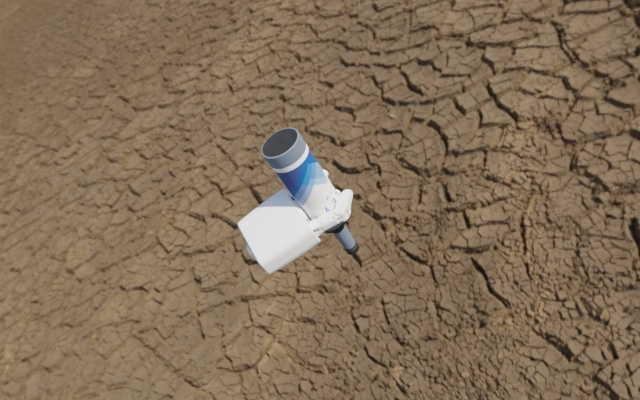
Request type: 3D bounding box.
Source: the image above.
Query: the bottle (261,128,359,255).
[{"bbox_3d":[0.000,0.003,0.832,0.069,0.069,0.296,0,-39,33],"label":"bottle"}]
